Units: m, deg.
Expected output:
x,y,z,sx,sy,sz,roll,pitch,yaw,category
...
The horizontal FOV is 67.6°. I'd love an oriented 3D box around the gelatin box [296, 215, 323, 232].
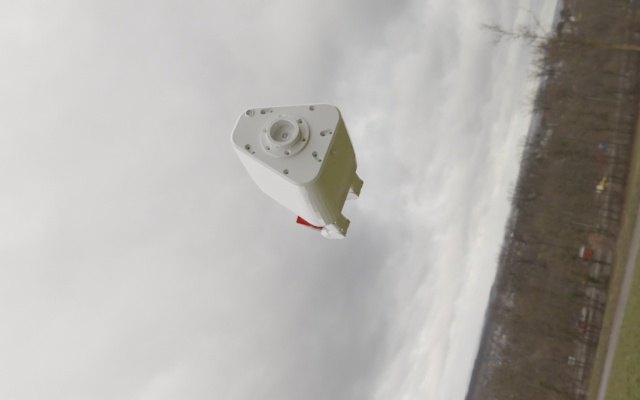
x,y,z,sx,sy,sz,roll,pitch,yaw,category
0.000,0.002,0.627,0.030,0.073,0.089,16,-5,12,gelatin box
